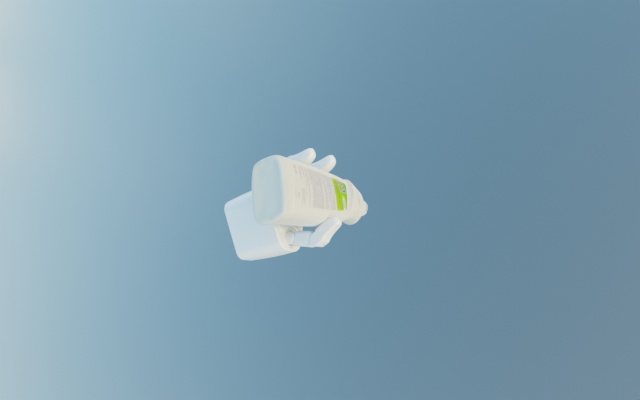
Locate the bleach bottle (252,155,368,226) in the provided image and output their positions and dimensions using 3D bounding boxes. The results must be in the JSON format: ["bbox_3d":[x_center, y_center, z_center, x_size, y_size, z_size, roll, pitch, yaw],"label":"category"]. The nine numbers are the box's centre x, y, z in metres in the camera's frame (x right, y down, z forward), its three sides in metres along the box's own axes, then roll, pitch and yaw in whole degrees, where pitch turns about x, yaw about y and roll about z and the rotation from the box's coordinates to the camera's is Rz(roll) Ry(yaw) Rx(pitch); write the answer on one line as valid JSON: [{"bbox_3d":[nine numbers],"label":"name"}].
[{"bbox_3d":[0.000,0.002,0.767,0.068,0.102,0.251,-16,-19,34],"label":"bleach bottle"}]
